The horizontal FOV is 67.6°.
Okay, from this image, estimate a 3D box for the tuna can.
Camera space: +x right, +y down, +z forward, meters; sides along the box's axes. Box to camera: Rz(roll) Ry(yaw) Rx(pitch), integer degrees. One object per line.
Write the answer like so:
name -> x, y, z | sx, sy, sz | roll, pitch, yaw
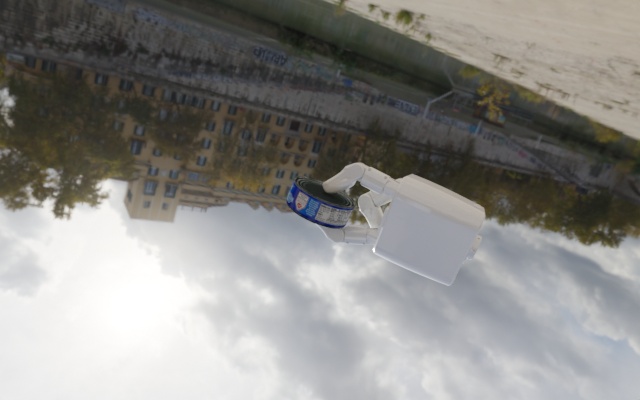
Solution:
tuna can -> 0.000, 0.002, 0.615 | 0.086, 0.034, 0.086 | 22, 16, -7
